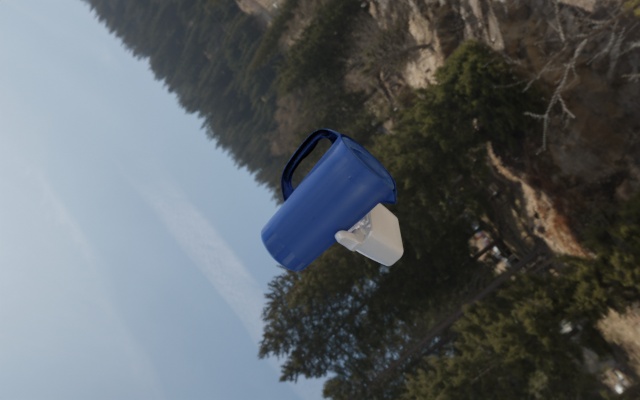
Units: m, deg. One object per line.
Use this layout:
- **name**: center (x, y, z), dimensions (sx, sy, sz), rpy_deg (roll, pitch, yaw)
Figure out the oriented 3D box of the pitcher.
- **pitcher**: center (0.000, 0.003, 0.846), dimensions (0.145, 0.243, 0.149), rpy_deg (31, 21, -36)
